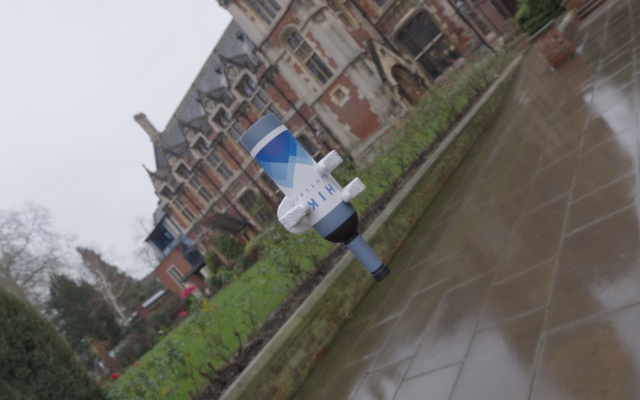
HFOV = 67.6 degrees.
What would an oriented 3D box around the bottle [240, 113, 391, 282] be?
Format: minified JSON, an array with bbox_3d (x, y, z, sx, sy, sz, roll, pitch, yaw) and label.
[{"bbox_3d":[0.000,0.002,0.717,0.069,0.296,0.069,-40,1,1],"label":"bottle"}]
